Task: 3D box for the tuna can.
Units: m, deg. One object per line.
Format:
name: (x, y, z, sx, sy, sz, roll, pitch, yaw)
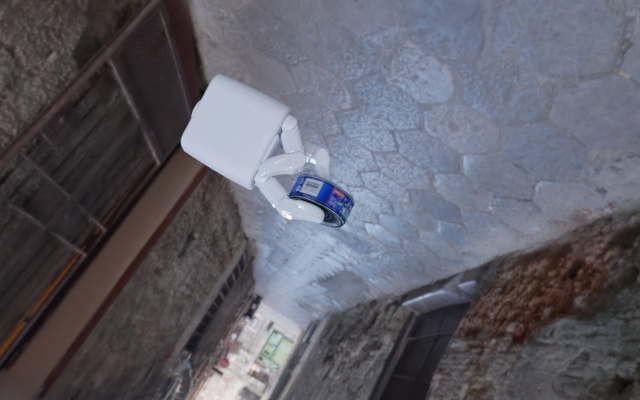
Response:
tuna can: (0.000, 0.003, 0.640, 0.086, 0.033, 0.086, 23, -19, 9)
